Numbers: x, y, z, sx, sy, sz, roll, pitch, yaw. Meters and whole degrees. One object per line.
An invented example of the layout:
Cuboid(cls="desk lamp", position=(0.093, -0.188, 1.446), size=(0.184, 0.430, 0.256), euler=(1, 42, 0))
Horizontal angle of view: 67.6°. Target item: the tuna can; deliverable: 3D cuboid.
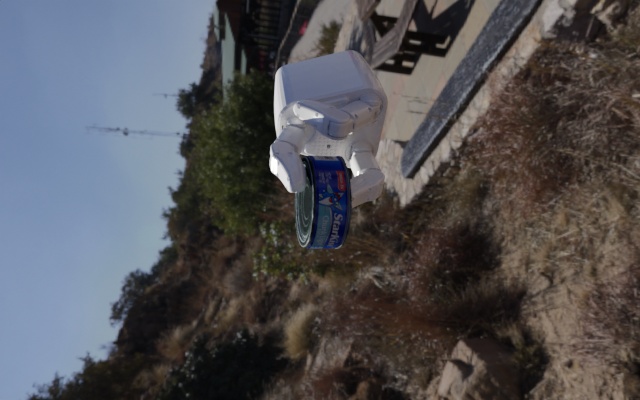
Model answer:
Cuboid(cls="tuna can", position=(0.000, 0.001, 0.436), size=(0.034, 0.086, 0.086), euler=(1, 0, -14))
